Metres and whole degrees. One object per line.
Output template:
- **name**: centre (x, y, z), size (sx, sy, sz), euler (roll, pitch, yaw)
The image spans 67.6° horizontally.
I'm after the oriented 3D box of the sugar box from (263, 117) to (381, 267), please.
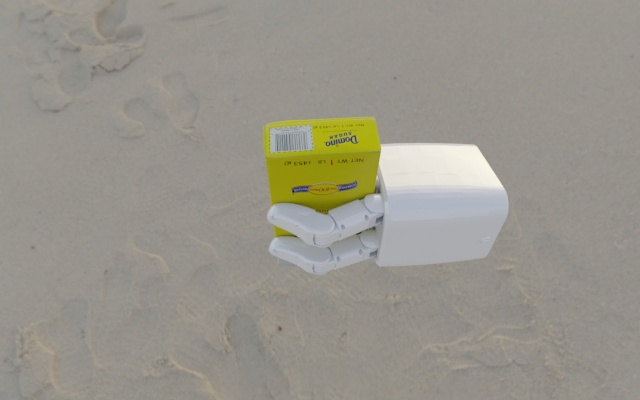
- **sugar box**: centre (0.000, 0.002, 0.445), size (0.093, 0.048, 0.176), euler (-3, -39, -2)
